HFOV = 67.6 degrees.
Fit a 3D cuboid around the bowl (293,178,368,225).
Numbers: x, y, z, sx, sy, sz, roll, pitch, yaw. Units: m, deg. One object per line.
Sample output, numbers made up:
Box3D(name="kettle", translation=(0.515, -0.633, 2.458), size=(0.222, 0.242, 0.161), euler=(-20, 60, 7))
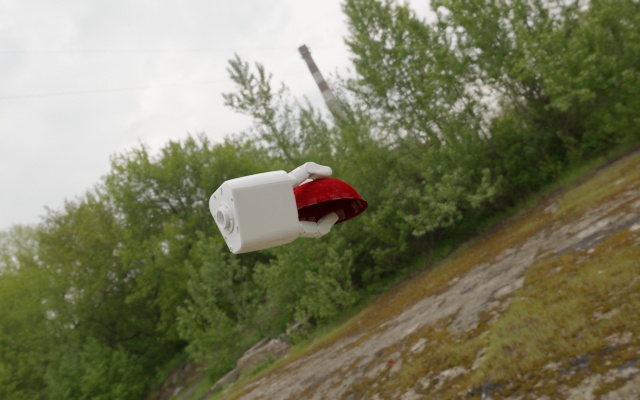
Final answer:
Box3D(name="bowl", translation=(0.001, 0.002, 0.849), size=(0.162, 0.055, 0.162), euler=(-12, -18, -4))
